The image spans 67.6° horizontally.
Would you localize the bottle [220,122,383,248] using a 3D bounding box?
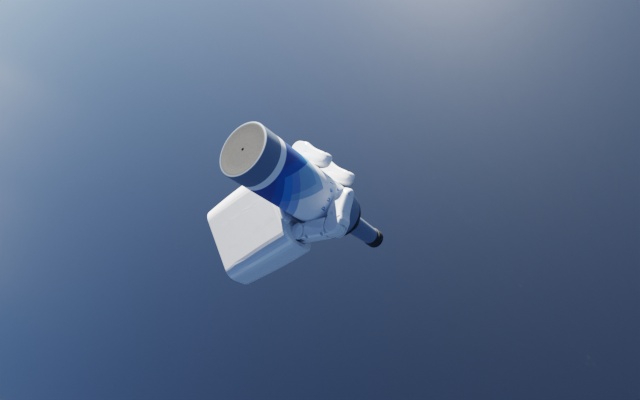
[{"bbox_3d":[0.000,0.002,0.609,0.069,0.069,0.296,0,-22,37],"label":"bottle"}]
